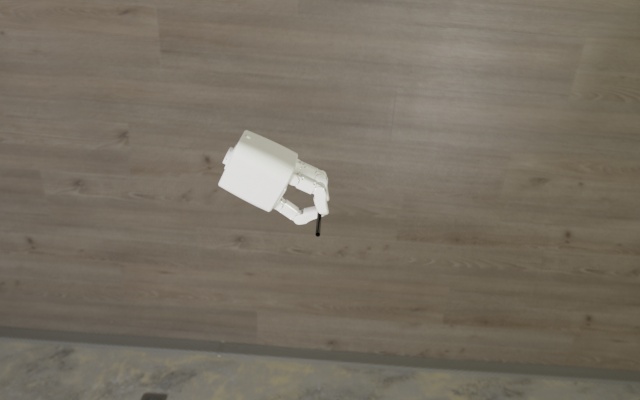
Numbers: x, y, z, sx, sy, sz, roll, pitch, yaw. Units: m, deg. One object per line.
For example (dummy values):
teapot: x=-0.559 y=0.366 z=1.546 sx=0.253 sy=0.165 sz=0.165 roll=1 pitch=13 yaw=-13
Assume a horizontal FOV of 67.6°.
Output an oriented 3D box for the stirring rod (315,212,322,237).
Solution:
stirring rod: x=0.000 y=0.003 z=0.894 sx=0.011 sy=0.011 sz=0.239 roll=0 pitch=26 yaw=2
